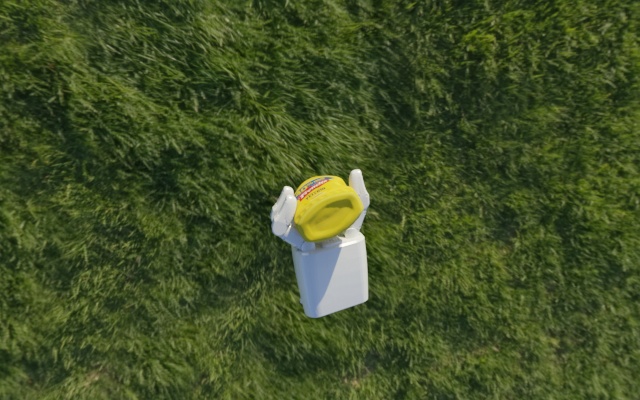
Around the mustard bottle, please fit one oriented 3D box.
[{"bbox_3d":[0.000,0.002,0.735,0.096,0.058,0.191,-32,15,0],"label":"mustard bottle"}]
